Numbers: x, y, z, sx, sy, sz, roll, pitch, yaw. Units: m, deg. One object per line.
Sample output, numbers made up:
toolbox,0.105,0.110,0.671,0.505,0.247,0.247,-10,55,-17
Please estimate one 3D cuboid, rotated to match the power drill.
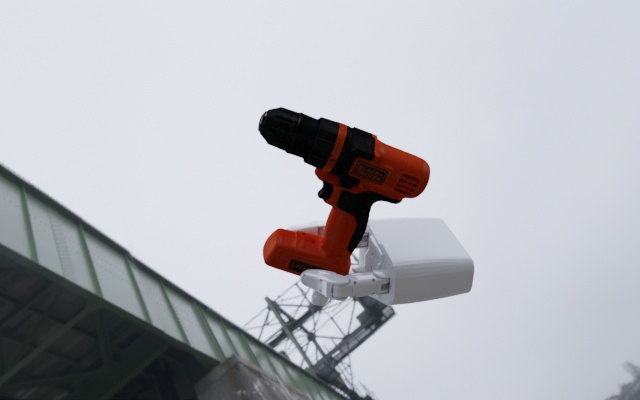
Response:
power drill,0.000,0.002,0.523,0.184,0.188,0.057,20,35,-10
